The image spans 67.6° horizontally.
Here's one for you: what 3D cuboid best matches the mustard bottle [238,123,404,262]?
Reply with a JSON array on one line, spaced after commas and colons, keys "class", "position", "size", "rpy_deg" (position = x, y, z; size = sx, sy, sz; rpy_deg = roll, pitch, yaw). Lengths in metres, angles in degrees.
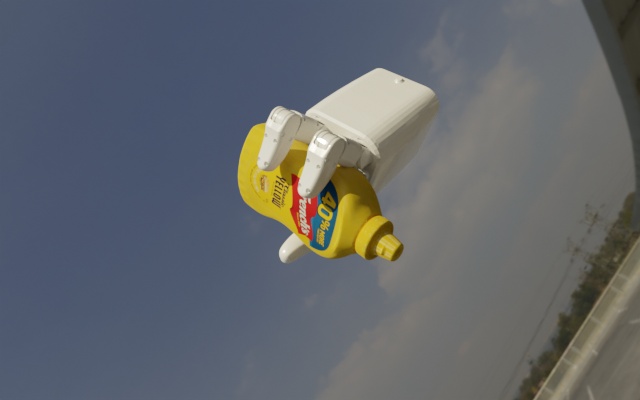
[{"class": "mustard bottle", "position": [0.000, 0.002, 0.466], "size": [0.191, 0.096, 0.058], "rpy_deg": [33, 34, 31]}]
